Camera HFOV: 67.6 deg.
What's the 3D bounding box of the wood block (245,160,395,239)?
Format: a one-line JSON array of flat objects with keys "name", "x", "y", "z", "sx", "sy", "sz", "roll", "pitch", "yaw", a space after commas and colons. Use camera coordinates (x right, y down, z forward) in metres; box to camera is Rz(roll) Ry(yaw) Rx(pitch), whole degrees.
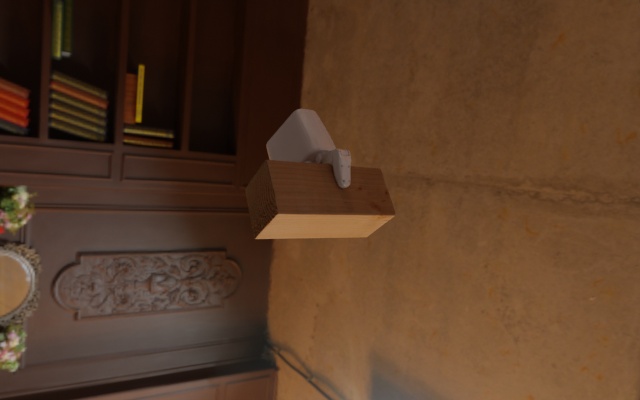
[{"name": "wood block", "x": 0.000, "y": 0.002, "z": 0.747, "sx": 0.206, "sy": 0.090, "sz": 0.091, "roll": 1, "pitch": -29, "yaw": -31}]
